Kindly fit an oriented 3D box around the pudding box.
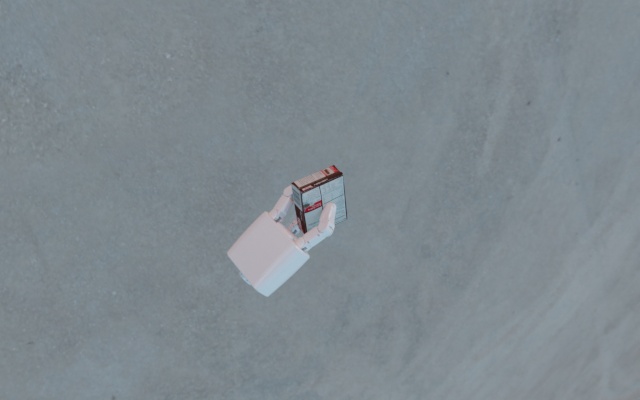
[{"bbox_3d":[0.000,0.003,0.866,0.090,0.114,0.039,-25,45,-20],"label":"pudding box"}]
